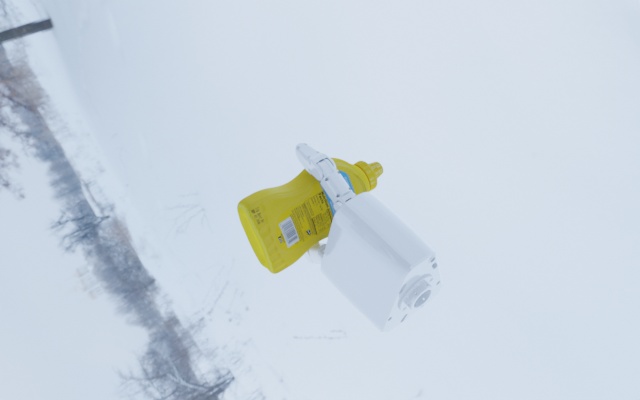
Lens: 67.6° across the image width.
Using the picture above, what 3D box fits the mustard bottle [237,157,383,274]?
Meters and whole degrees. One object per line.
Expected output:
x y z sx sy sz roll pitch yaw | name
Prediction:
0.000 0.002 0.581 0.191 0.096 0.058 -30 27 -22 | mustard bottle
